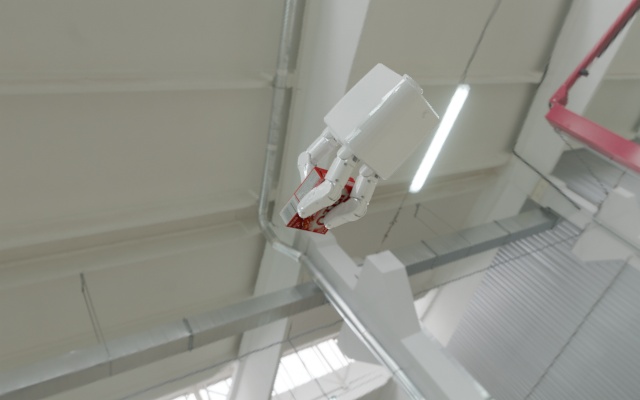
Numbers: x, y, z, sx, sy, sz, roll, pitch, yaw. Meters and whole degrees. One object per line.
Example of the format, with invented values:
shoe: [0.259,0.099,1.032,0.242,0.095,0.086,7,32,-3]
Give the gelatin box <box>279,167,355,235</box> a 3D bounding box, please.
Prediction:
gelatin box: [0.000,0.002,0.637,0.073,0.089,0.030,15,33,-43]
